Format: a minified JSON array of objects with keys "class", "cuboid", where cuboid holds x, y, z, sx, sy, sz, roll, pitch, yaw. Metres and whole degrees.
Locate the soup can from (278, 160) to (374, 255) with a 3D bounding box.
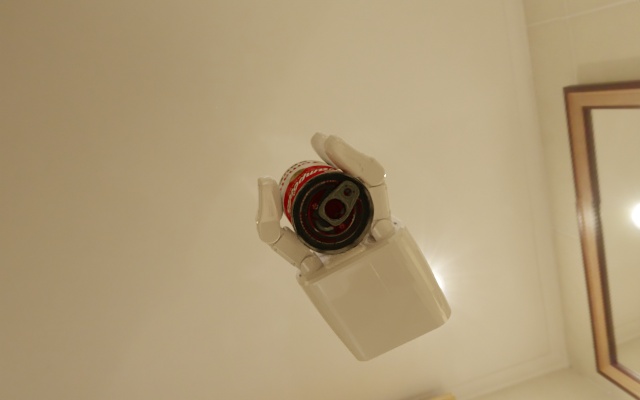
[{"class":"soup can","cuboid":[0.000,0.001,0.426,0.068,0.068,0.102,0,11,-12]}]
